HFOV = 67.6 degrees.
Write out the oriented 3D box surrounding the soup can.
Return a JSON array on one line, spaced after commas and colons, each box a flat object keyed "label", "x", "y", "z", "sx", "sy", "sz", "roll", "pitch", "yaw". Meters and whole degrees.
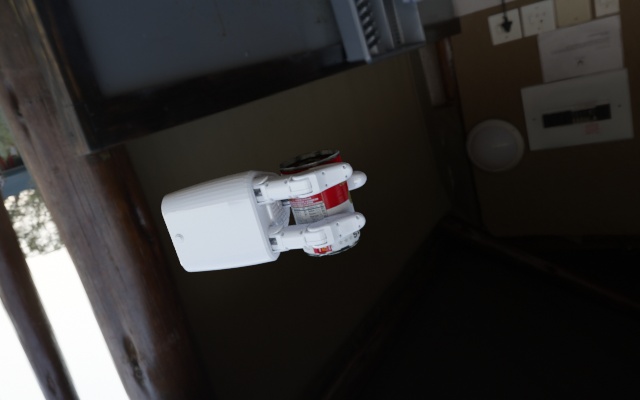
[{"label": "soup can", "x": 0.001, "y": 0.002, "z": 0.525, "sx": 0.068, "sy": 0.102, "sz": 0.068, "roll": -15, "pitch": 15, "yaw": 4}]
